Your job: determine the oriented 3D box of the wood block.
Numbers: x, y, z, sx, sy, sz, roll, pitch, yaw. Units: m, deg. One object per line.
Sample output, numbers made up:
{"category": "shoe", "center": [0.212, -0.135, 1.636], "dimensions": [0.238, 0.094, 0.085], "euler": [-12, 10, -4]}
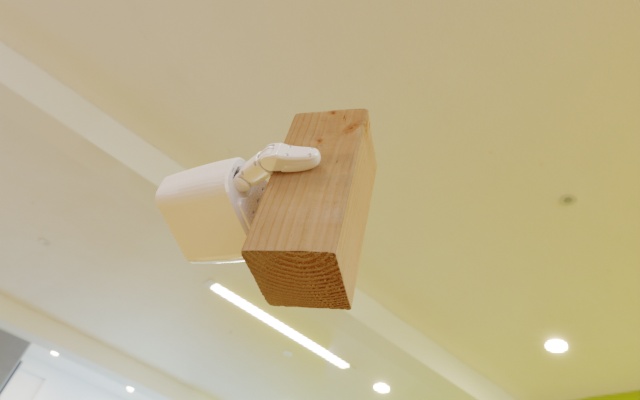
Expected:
{"category": "wood block", "center": [0.000, 0.001, 0.507], "dimensions": [0.090, 0.206, 0.091], "euler": [-1, -44, 17]}
